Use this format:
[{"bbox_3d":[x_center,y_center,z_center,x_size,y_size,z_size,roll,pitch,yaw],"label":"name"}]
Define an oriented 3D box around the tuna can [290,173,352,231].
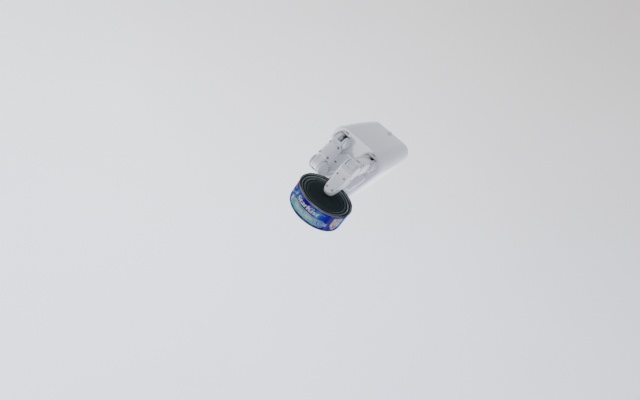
[{"bbox_3d":[0.000,0.003,0.674,0.086,0.086,0.034,0,-44,-45],"label":"tuna can"}]
